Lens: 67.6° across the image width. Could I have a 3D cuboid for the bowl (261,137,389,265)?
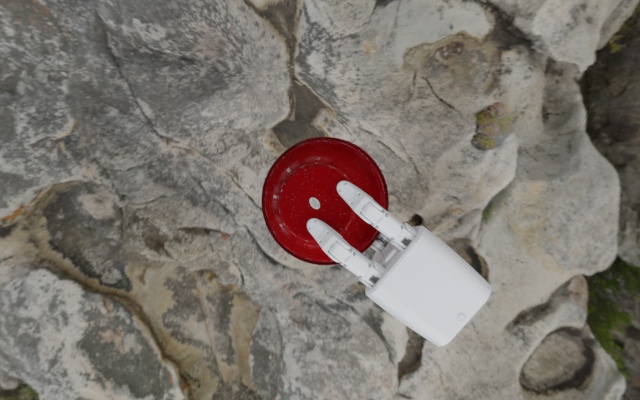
[{"bbox_3d":[-0.001,0.001,0.573,0.162,0.162,0.055,0,2,10],"label":"bowl"}]
